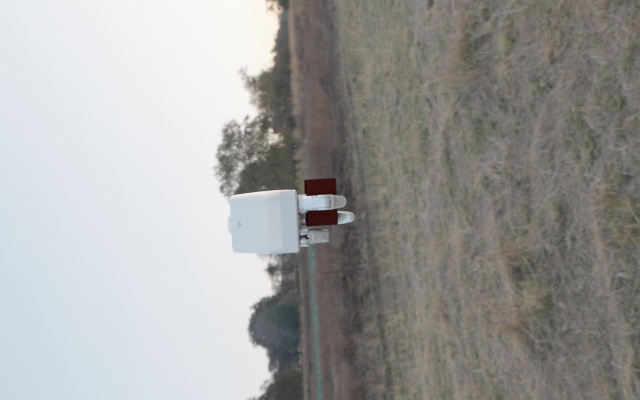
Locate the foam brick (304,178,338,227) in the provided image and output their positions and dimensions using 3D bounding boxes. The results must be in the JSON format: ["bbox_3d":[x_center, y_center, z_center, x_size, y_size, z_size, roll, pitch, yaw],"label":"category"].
[{"bbox_3d":[0.000,0.002,0.787,0.051,0.078,0.053,-3,-1,-3],"label":"foam brick"}]
